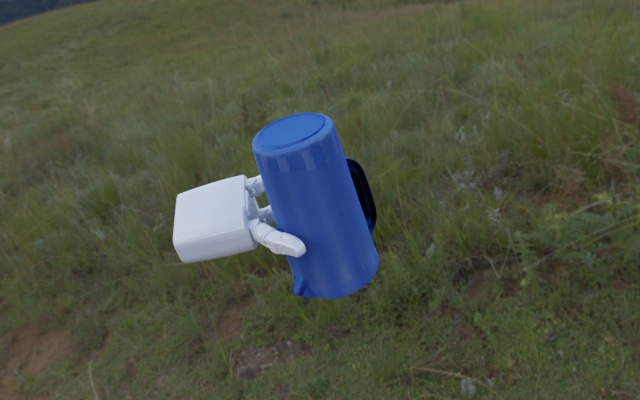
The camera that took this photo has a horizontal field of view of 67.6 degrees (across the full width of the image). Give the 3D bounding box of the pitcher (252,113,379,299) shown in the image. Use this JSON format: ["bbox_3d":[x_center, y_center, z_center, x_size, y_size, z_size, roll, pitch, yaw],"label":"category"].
[{"bbox_3d":[0.000,0.002,0.666,0.145,0.243,0.149,-13,32,7],"label":"pitcher"}]
